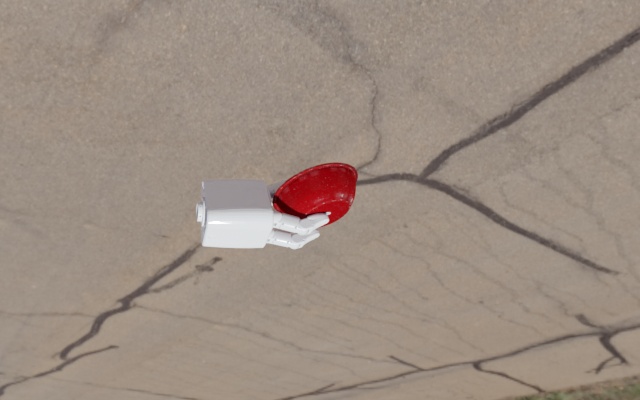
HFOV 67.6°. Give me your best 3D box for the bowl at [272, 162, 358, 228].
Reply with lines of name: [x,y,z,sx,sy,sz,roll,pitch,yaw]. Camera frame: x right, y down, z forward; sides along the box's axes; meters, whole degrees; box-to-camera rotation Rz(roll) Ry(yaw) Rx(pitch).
bowl: [0.002,0.003,0.840,0.162,0.055,0.162,-18,-26,-9]
